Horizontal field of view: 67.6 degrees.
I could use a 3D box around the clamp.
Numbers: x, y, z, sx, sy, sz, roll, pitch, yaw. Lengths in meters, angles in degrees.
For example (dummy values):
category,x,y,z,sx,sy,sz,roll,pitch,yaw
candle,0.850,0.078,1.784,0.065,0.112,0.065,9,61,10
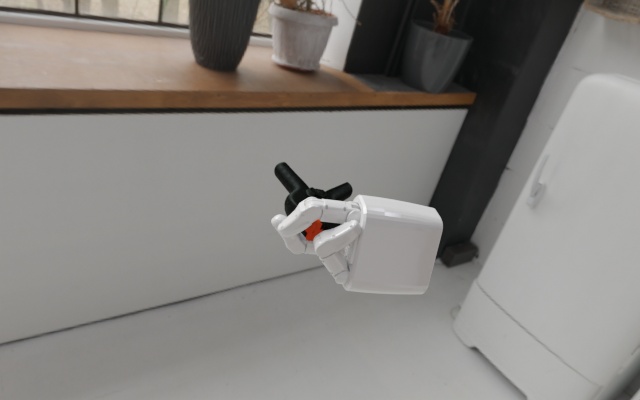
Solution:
category,x,y,z,sx,sy,sz,roll,pitch,yaw
clamp,0.000,0.002,0.654,0.120,0.039,0.171,8,30,-14
